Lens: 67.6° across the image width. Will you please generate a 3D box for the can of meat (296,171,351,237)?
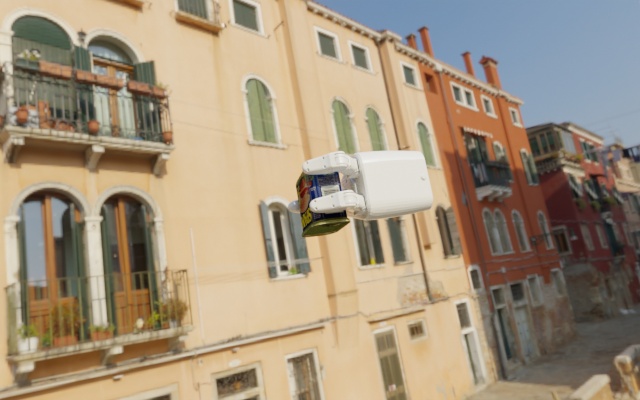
[{"bbox_3d":[0.000,0.002,0.694,0.057,0.084,0.102,-6,-13,-15],"label":"can of meat"}]
